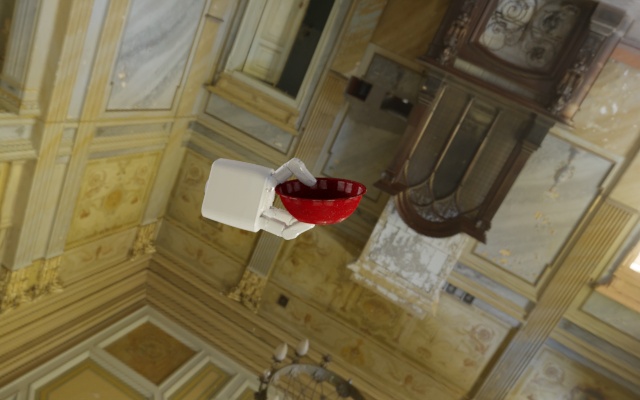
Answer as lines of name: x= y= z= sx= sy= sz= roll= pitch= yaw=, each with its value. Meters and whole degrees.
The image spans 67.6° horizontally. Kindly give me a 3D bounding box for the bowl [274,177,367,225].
bowl: x=0.001 y=0.003 z=0.840 sx=0.162 sy=0.055 sz=0.162 roll=0 pitch=16 yaw=0
